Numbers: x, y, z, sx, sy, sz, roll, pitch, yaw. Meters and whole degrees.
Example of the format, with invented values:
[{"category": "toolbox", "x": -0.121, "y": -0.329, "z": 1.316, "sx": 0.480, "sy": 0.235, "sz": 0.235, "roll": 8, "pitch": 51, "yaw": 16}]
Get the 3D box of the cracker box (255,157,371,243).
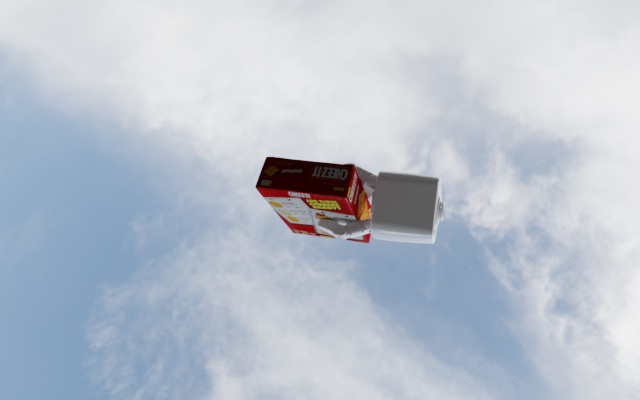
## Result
[{"category": "cracker box", "x": 0.000, "y": 0.003, "z": 0.877, "sx": 0.164, "sy": 0.072, "sz": 0.214, "roll": 7, "pitch": -23, "yaw": 19}]
